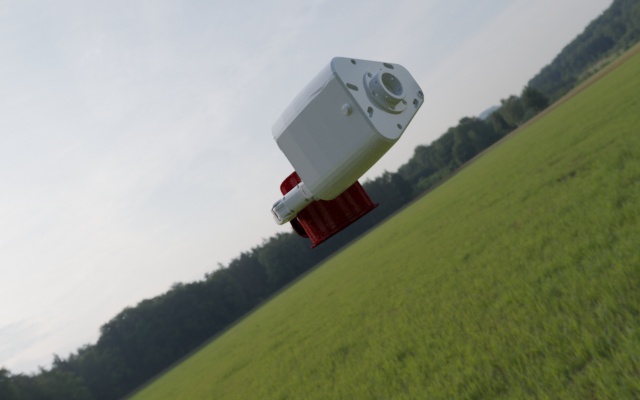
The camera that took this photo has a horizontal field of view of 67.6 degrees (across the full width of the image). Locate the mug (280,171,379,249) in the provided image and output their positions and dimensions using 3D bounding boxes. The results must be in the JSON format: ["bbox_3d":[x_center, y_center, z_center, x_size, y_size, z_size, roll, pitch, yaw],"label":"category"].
[{"bbox_3d":[-0.001,0.002,0.559,0.093,0.081,0.117,-28,-8,-45],"label":"mug"}]
